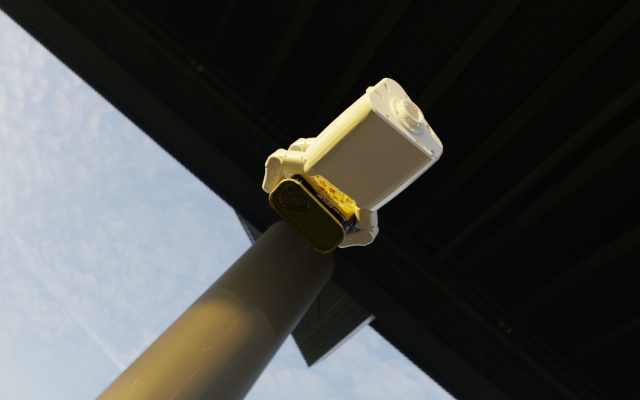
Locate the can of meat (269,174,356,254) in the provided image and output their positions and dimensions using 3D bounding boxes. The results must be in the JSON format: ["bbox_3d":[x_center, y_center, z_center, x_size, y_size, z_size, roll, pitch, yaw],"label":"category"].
[{"bbox_3d":[0.000,0.002,0.600,0.057,0.102,0.084,-44,2,38],"label":"can of meat"}]
